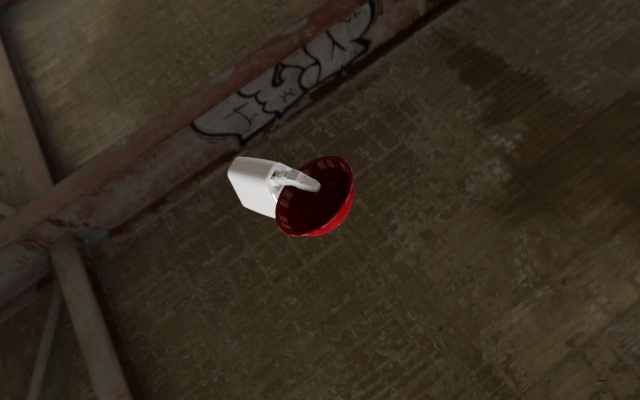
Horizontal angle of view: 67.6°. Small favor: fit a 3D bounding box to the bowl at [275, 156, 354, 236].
[{"bbox_3d":[0.001,0.003,0.827,0.162,0.162,0.055,0,-32,42],"label":"bowl"}]
